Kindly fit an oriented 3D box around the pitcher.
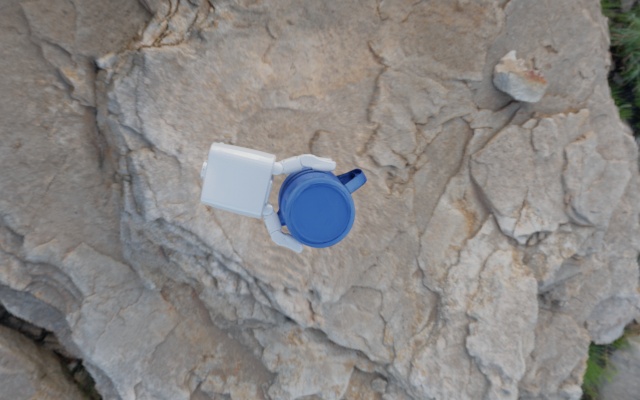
[{"bbox_3d":[0.000,0.003,0.824,0.145,0.149,0.243,15,4,-6],"label":"pitcher"}]
